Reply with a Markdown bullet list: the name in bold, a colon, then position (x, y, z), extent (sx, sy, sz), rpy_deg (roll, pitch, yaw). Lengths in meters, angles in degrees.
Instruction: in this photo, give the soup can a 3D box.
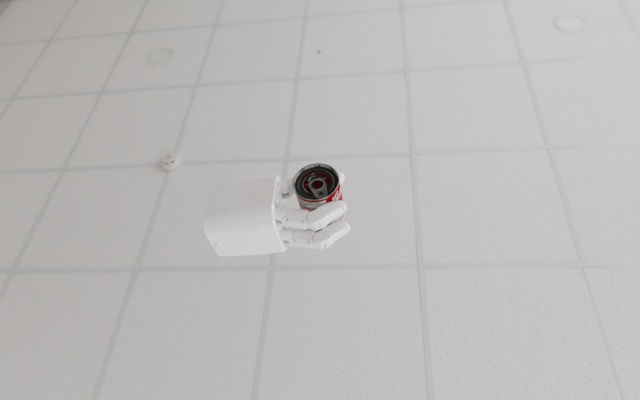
- **soup can**: position (0.001, 0.002, 0.722), extent (0.068, 0.068, 0.102), rpy_deg (0, -36, 10)
